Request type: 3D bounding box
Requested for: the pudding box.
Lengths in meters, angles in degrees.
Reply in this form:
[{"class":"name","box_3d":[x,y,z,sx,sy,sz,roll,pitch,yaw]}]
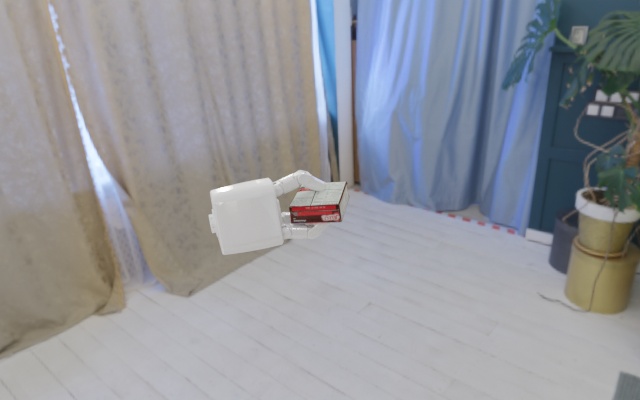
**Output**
[{"class":"pudding box","box_3d":[0.000,0.003,0.852,0.090,0.039,0.113,-1,24,12]}]
